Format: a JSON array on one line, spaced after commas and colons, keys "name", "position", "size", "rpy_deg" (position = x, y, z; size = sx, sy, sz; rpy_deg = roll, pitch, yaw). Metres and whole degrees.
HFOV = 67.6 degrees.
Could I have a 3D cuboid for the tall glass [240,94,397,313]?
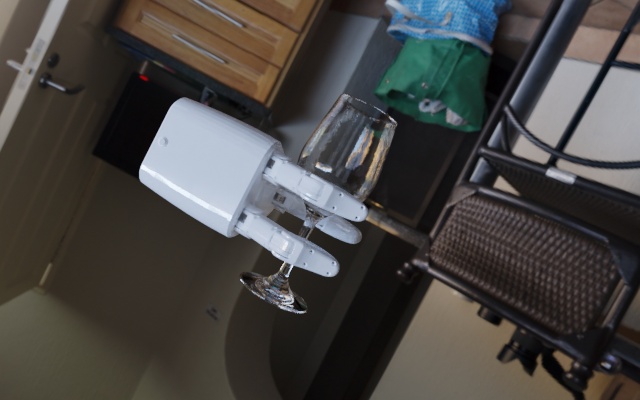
[{"name": "tall glass", "position": [0.000, 0.002, 0.460], "size": [0.079, 0.201, 0.079], "rpy_deg": [28, 3, -2]}]
